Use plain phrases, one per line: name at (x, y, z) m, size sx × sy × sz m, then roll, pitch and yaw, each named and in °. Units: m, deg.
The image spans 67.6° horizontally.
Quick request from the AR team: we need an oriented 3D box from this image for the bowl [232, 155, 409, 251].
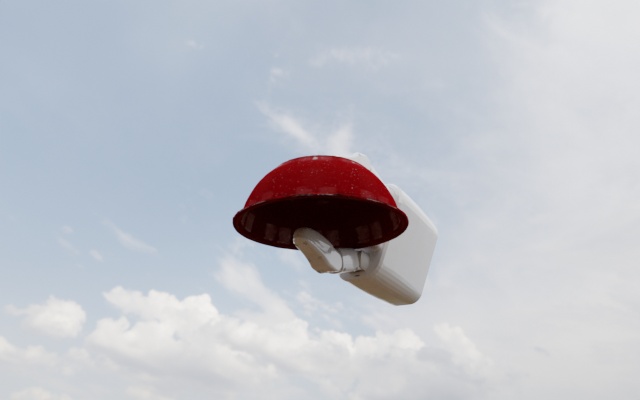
bowl at (0.000, 0.001, 0.449) m, size 0.162 × 0.055 × 0.162 m, roll 0°, pitch -21°, yaw 0°
